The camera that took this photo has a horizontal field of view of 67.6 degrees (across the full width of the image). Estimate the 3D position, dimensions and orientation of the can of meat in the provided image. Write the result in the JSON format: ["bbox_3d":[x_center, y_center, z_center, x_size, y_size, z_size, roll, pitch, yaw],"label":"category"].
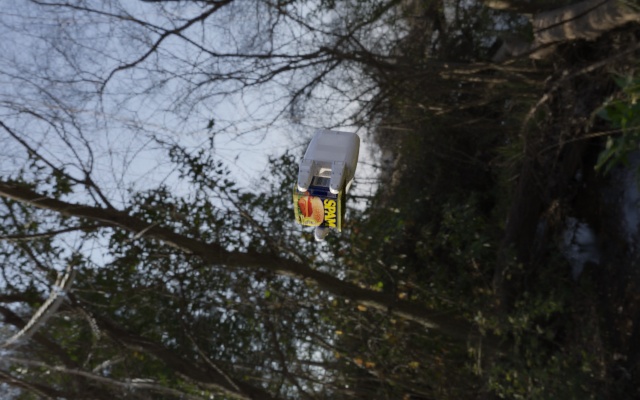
[{"bbox_3d":[0.000,0.003,0.848,0.084,0.057,0.102,7,-43,9],"label":"can of meat"}]
